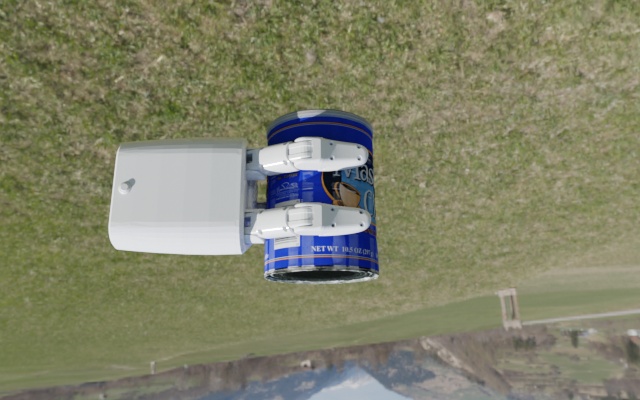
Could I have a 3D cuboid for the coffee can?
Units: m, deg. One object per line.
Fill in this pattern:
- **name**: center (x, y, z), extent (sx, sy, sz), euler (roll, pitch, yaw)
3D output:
- **coffee can**: center (0.000, 0.001, 0.442), extent (0.103, 0.140, 0.103), euler (-1, -16, 0)
